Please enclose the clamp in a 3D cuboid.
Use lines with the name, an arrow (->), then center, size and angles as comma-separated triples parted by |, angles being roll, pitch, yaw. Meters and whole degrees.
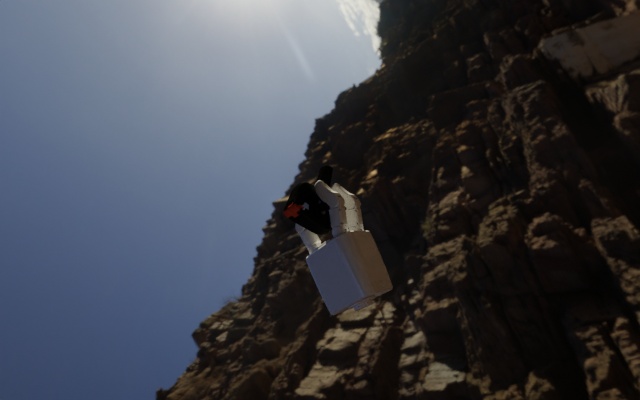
clamp -> -0.001, 0.003, 0.820 | 0.036, 0.164, 0.210 | -34, -20, 25
